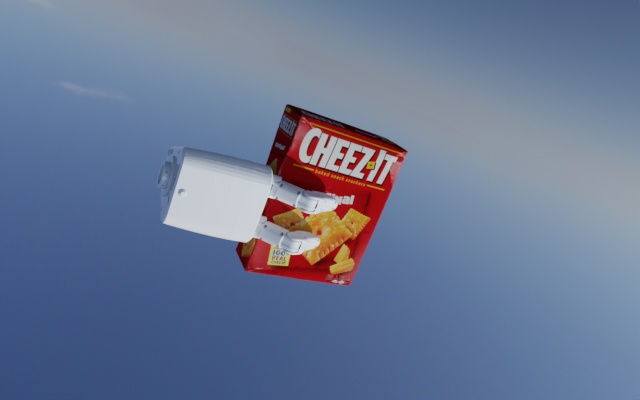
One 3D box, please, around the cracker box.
[{"bbox_3d":[0.000,0.002,0.641,0.164,0.214,0.072,14,17,-27],"label":"cracker box"}]
